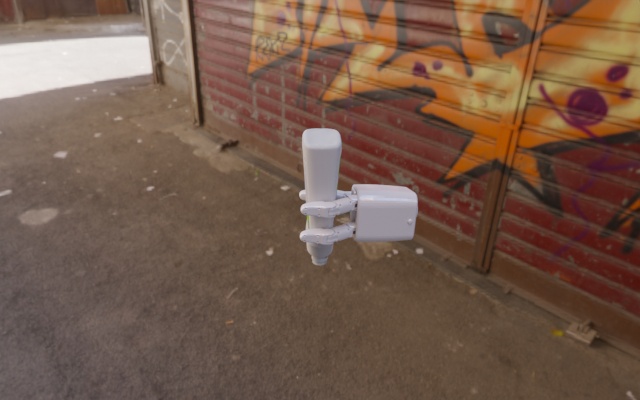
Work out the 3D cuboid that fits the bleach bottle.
[{"bbox_3d":[0.000,0.003,0.876,0.068,0.251,0.102,0,27,-2],"label":"bleach bottle"}]
